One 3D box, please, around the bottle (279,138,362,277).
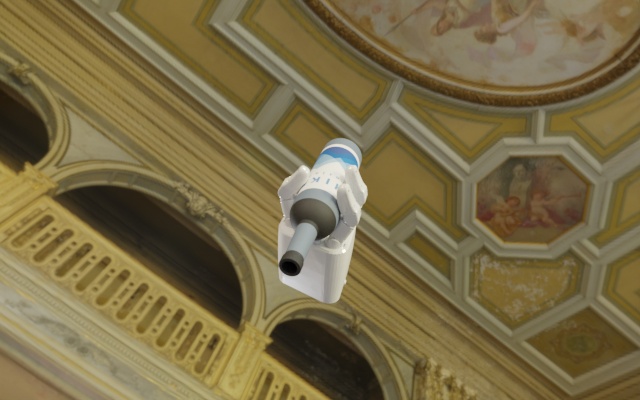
[{"bbox_3d":[0.000,0.002,0.673,0.069,0.069,0.295,0,31,17],"label":"bottle"}]
